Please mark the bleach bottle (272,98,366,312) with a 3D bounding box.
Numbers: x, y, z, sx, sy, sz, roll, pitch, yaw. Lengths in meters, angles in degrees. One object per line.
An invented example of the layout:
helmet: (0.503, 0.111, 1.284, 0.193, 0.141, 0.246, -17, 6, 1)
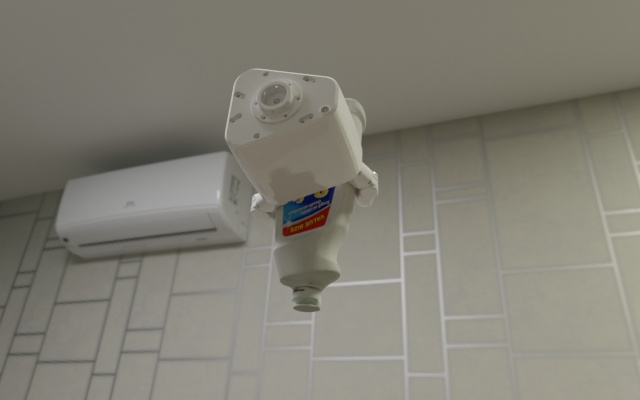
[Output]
bleach bottle: (0.000, 0.002, 0.554, 0.102, 0.250, 0.068, -4, -28, 13)
